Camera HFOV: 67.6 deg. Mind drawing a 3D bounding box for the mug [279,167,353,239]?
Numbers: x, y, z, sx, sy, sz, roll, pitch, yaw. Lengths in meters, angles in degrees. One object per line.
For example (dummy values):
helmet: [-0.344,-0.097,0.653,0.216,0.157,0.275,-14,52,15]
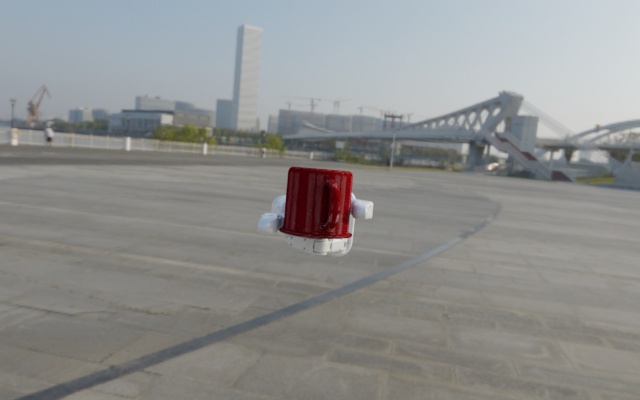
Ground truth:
mug: [0.000,0.002,0.585,0.093,0.081,0.117,4,4,-14]
